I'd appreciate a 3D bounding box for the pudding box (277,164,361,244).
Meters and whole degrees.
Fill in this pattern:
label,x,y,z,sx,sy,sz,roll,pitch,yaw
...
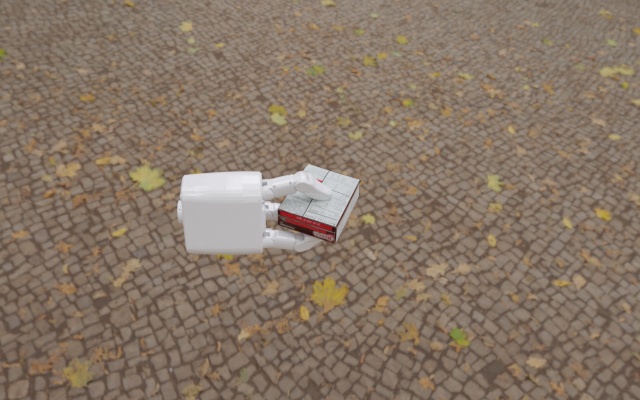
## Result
label,x,y,z,sx,sy,sz,roll,pitch,yaw
pudding box,0.000,0.002,0.692,0.090,0.039,0.113,18,47,13
